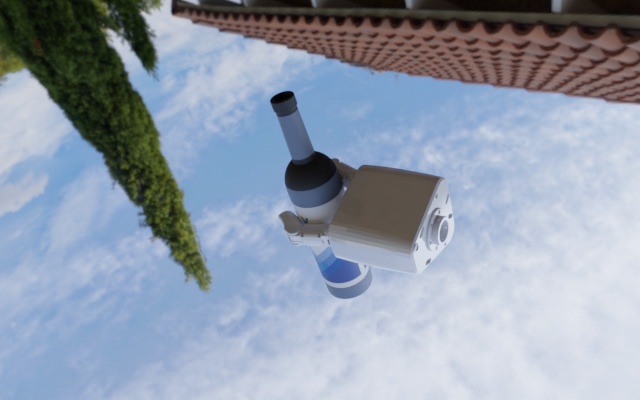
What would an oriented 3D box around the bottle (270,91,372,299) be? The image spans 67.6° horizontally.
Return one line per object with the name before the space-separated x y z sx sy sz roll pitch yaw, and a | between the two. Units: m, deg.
bottle | 0.000 0.002 0.595 0.069 0.296 0.069 -13 36 10
